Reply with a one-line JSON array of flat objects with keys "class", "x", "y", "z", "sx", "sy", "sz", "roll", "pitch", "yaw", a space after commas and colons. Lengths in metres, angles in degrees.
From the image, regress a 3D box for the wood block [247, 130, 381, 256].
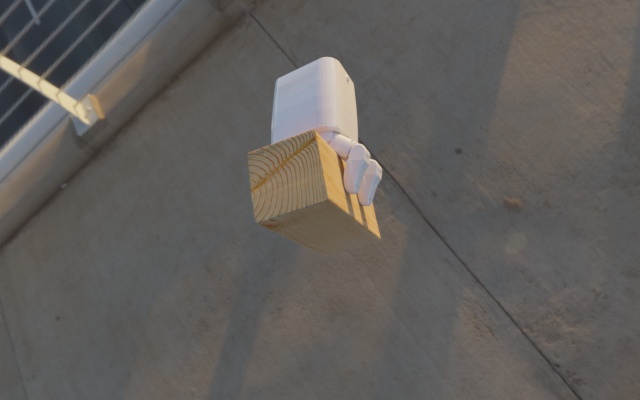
[{"class": "wood block", "x": 0.000, "y": 0.002, "z": 0.615, "sx": 0.091, "sy": 0.090, "sz": 0.206, "roll": -17, "pitch": -22, "yaw": 18}]
